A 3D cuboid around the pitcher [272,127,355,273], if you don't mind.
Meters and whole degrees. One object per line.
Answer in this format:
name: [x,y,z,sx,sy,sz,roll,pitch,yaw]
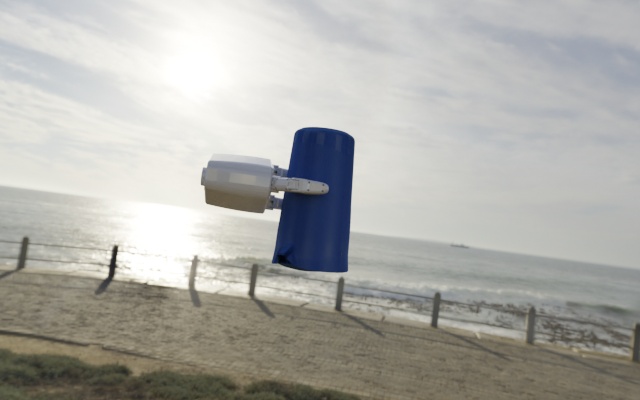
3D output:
pitcher: [0.000,0.003,0.838,0.145,0.243,0.149,7,-3,-8]
